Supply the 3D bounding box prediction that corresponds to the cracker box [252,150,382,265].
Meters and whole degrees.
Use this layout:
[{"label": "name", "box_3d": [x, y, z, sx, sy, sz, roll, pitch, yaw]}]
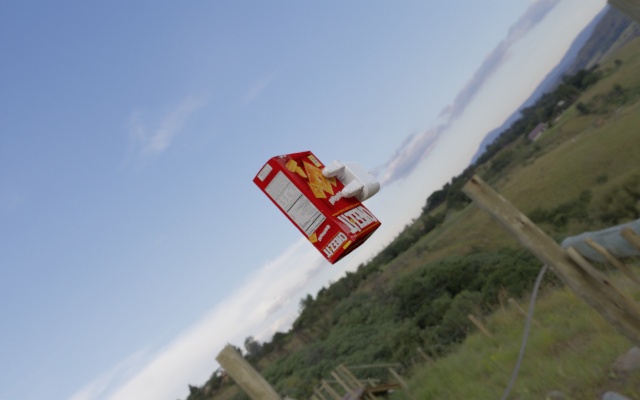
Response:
[{"label": "cracker box", "box_3d": [0.000, 0.003, 0.899, 0.213, 0.072, 0.164, 45, 24, 11]}]
